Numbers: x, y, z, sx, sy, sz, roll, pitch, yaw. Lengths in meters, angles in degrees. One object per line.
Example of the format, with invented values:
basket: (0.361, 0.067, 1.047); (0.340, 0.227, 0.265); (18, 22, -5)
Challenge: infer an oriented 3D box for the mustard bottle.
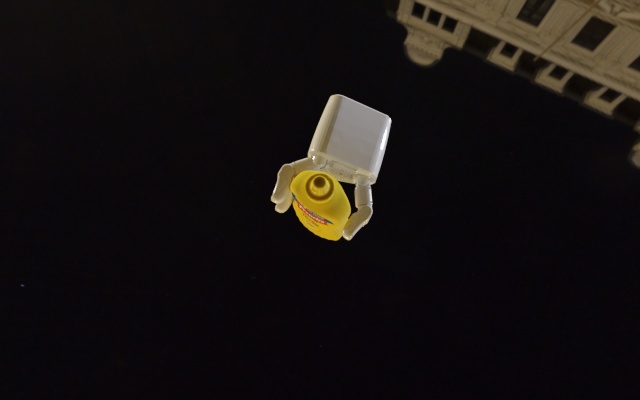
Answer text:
mustard bottle: (0.000, 0.003, 0.711); (0.096, 0.058, 0.192); (39, -13, 11)
